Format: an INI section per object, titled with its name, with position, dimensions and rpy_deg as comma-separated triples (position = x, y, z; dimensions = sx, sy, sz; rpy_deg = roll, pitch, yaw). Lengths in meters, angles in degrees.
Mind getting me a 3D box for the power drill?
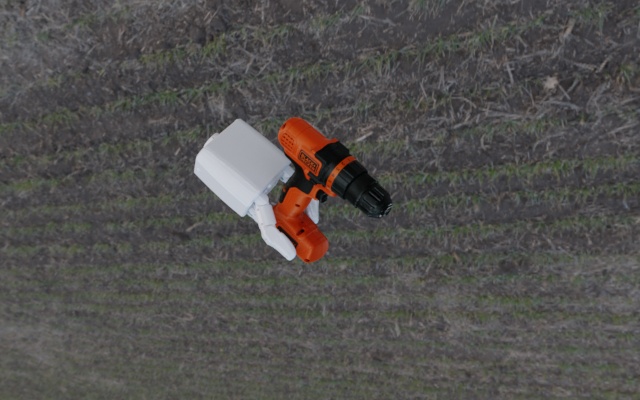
[power drill]
position = 0.000, 0.002, 0.666
dimensions = 0.184, 0.188, 0.057
rpy_deg = 43, 46, 20
